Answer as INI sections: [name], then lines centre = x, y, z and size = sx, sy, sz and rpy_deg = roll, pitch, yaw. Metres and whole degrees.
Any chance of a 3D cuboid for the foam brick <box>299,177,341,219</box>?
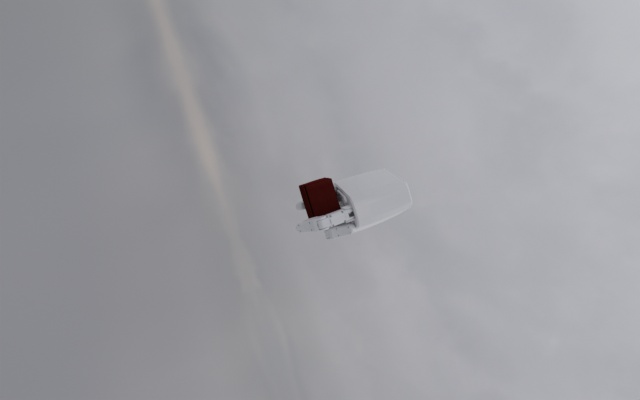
[foam brick]
centre = 0.000, 0.002, 0.834
size = 0.051, 0.078, 0.053
rpy_deg = -19, 9, -11
